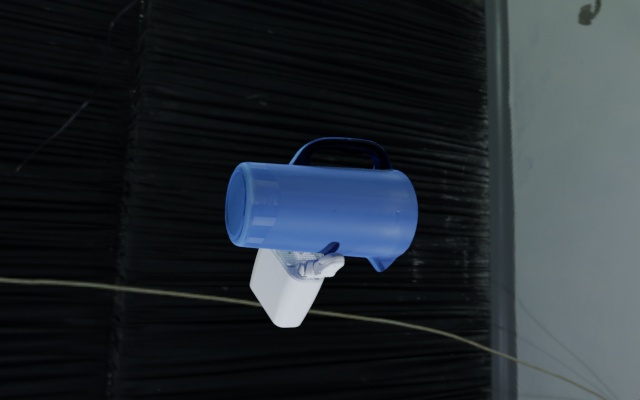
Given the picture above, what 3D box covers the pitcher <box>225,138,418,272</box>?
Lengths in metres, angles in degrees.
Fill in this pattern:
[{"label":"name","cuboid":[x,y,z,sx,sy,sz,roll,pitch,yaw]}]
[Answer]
[{"label":"pitcher","cuboid":[0.000,0.002,0.657,0.243,0.145,0.149,5,37,-26]}]
